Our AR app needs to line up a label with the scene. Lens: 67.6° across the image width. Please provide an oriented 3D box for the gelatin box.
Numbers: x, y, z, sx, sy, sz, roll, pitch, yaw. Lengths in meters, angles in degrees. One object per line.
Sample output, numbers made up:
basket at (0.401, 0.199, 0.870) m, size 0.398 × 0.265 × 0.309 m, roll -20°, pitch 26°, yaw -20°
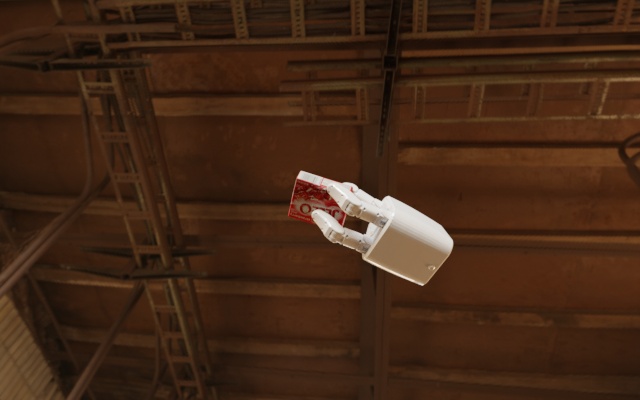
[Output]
gelatin box at (0.000, 0.002, 0.747) m, size 0.089 × 0.073 × 0.030 m, roll 17°, pitch 33°, yaw 4°
